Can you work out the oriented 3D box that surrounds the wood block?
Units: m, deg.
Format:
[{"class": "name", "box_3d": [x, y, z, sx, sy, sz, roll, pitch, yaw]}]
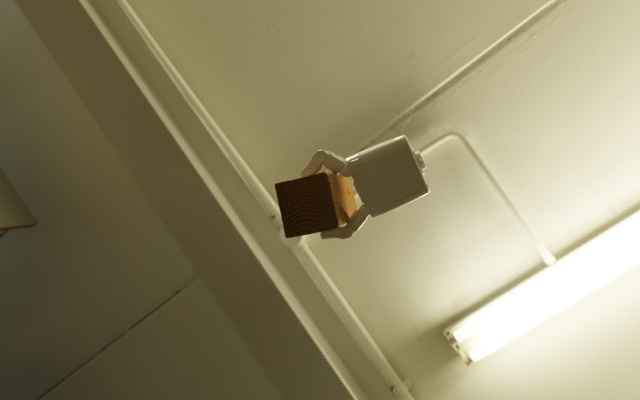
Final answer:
[{"class": "wood block", "box_3d": [0.001, 0.003, 0.838, 0.090, 0.091, 0.206, -13, 0, 13]}]
